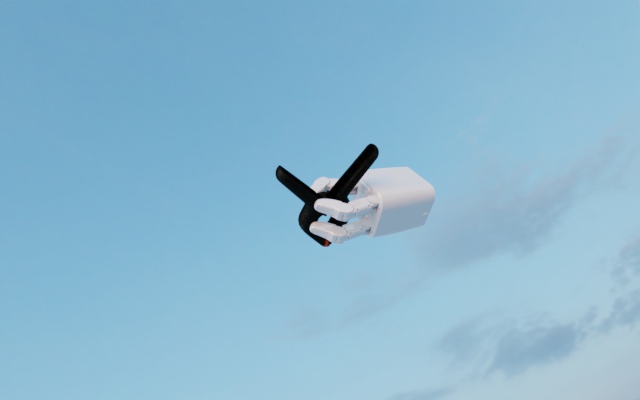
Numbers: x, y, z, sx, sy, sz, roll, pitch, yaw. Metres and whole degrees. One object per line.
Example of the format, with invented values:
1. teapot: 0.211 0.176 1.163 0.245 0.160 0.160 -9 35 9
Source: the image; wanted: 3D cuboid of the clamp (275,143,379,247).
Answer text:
1. clamp: 0.000 0.002 0.775 0.164 0.210 0.036 -9 47 -20
